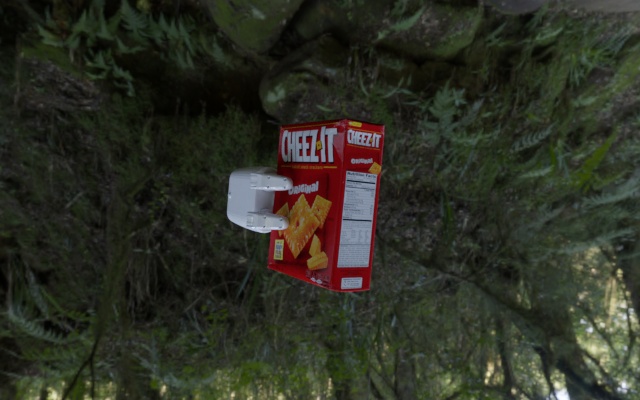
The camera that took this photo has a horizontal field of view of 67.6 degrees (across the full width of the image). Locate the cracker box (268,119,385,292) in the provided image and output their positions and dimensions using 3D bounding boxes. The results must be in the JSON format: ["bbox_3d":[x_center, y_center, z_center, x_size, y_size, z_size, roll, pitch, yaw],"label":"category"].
[{"bbox_3d":[0.000,0.002,0.652,0.072,0.213,0.164,4,2,-35],"label":"cracker box"}]
